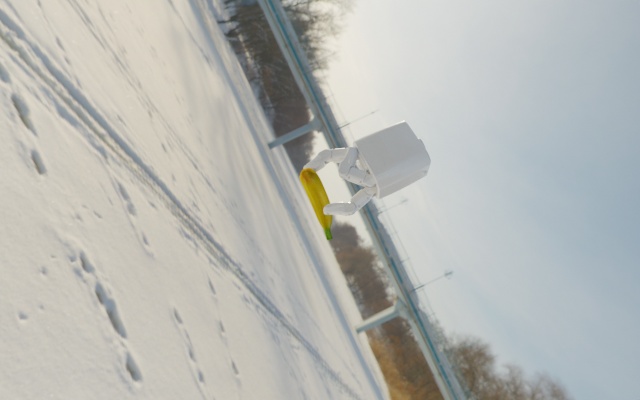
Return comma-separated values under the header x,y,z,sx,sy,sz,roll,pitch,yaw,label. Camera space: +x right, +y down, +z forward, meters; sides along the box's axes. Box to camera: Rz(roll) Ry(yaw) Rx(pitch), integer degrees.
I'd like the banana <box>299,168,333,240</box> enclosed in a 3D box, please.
x,y,z,sx,sy,sz,roll,pitch,yaw,label
-0.005,-0.007,0.904,0.037,0.069,0.198,-24,-42,-1,banana
